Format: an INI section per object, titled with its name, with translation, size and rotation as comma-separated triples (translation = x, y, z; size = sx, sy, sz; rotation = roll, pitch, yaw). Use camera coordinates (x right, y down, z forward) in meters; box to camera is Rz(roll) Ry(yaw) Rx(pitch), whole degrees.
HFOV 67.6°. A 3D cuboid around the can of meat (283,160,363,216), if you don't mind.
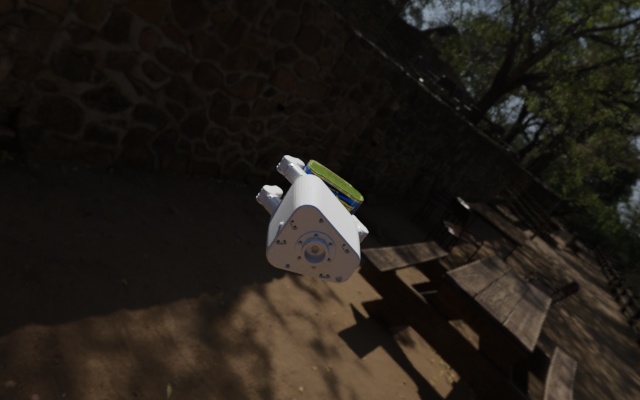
[can of meat]
translation = 0.000, 0.002, 0.701
size = 0.102, 0.084, 0.057
rotation = 33, 17, -10
